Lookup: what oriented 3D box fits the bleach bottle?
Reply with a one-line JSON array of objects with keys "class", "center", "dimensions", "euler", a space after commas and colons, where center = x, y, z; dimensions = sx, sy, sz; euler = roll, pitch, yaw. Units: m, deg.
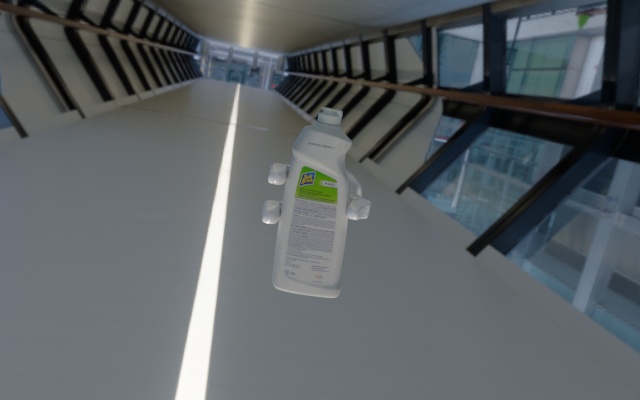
[{"class": "bleach bottle", "center": [0.000, 0.002, 0.651], "dimensions": [0.102, 0.251, 0.068], "euler": [9, 13, -7]}]
